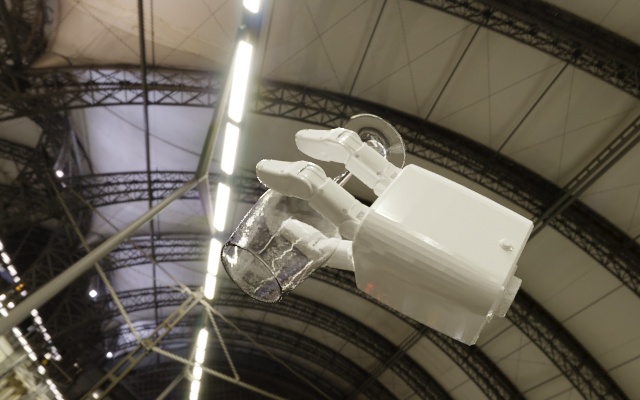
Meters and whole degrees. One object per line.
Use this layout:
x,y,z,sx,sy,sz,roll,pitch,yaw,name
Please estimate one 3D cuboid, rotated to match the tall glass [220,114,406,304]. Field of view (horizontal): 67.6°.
0.000,0.001,0.430,0.079,0.079,0.201,0,35,42,tall glass
